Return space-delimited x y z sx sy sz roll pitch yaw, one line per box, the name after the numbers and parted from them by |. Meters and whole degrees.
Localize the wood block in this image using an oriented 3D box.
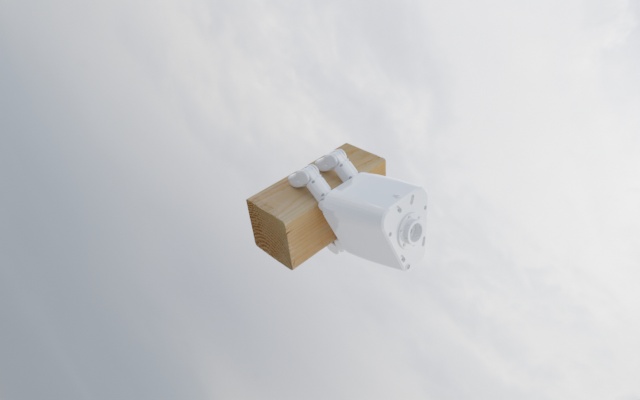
0.001 0.003 0.730 0.206 0.091 0.090 -32 43 -32 | wood block
